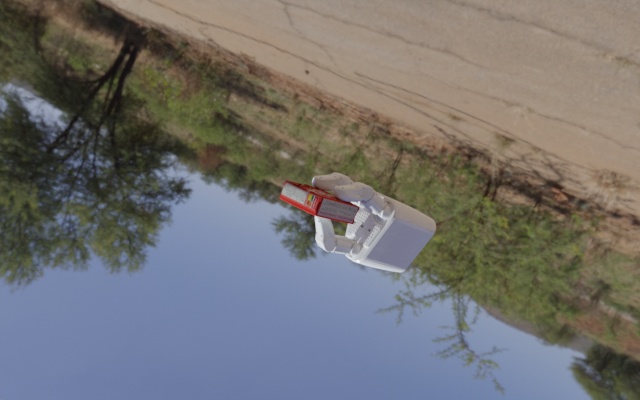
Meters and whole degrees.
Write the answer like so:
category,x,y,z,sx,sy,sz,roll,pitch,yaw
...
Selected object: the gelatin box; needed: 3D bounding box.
category,x,y,z,sx,sy,sz,roll,pitch,yaw
gelatin box,0.000,0.003,0.663,0.073,0.030,0.089,25,8,39
